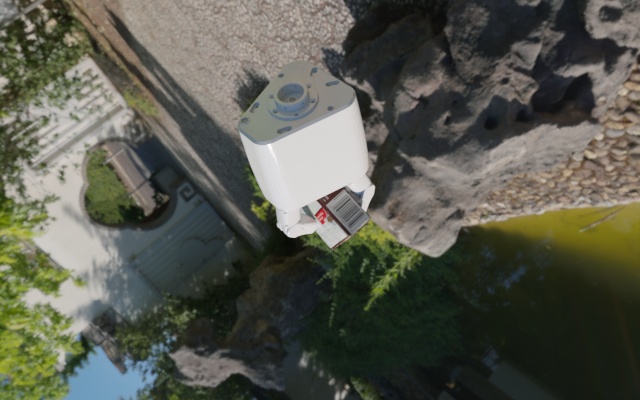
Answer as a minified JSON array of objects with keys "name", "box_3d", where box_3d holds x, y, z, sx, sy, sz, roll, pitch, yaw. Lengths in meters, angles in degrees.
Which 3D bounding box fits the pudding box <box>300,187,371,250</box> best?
[{"name":"pudding box","box_3d":[0.000,0.002,0.585,0.039,0.113,0.090,-39,-4,-19]}]
